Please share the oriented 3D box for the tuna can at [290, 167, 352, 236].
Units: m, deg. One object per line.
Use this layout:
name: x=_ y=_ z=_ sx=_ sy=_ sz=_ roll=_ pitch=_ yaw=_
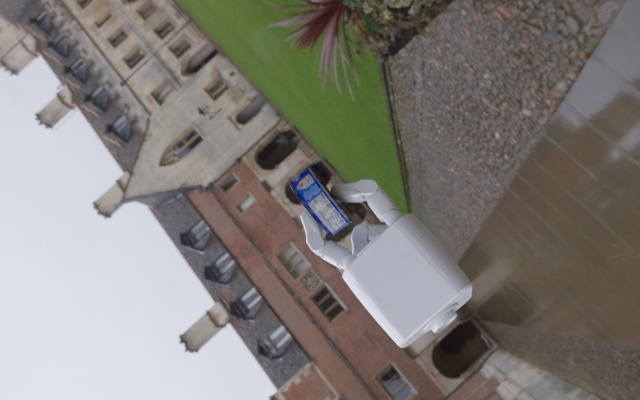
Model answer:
tuna can: x=0.000 y=0.002 z=0.587 sx=0.034 sy=0.086 sz=0.086 roll=-37 pitch=-2 yaw=3
